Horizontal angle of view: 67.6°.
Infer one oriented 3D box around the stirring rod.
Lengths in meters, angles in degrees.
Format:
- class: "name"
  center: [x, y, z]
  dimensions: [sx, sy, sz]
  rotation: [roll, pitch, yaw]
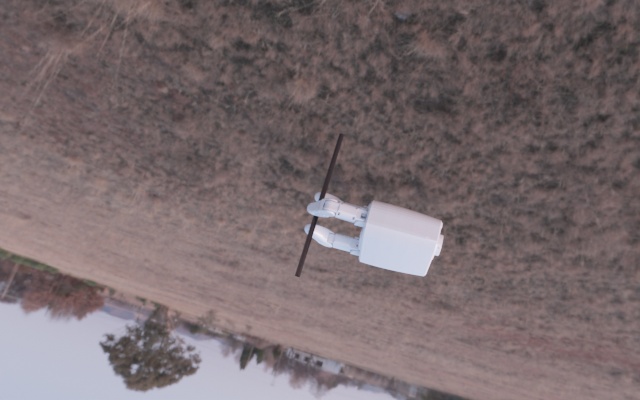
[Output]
- class: "stirring rod"
  center: [0.000, 0.002, 0.740]
  dimensions: [0.011, 0.239, 0.011]
  rotation: [16, -17, 5]
